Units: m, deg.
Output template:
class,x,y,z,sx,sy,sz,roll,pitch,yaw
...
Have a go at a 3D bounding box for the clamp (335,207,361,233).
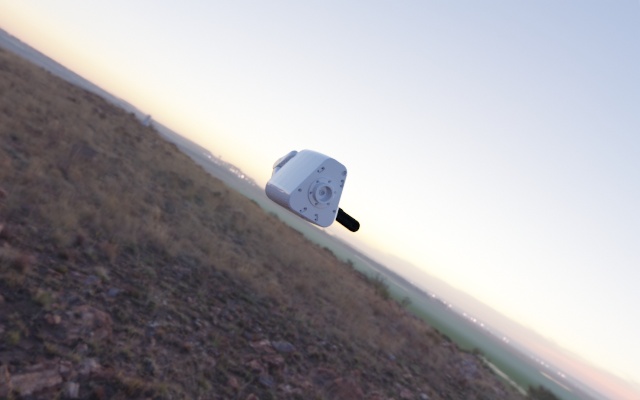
class,x,y,z,sx,sy,sz,roll,pitch,yaw
clamp,0.000,0.002,0.890,0.171,0.039,0.120,32,-3,-27
